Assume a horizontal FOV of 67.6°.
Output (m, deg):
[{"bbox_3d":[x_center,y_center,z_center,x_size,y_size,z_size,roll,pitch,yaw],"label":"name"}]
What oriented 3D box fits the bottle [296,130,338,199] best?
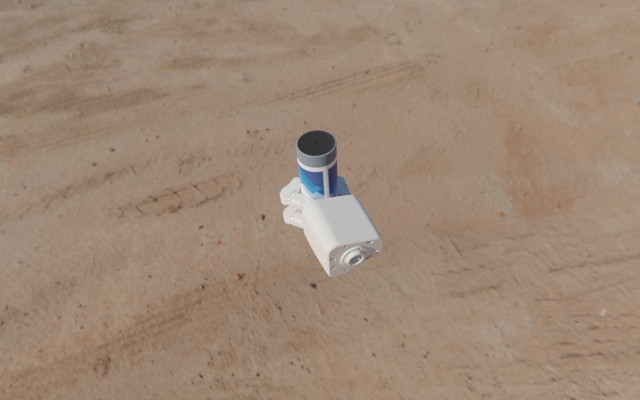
[{"bbox_3d":[0.000,0.003,0.889,0.069,0.069,0.296,0,-41,4],"label":"bottle"}]
